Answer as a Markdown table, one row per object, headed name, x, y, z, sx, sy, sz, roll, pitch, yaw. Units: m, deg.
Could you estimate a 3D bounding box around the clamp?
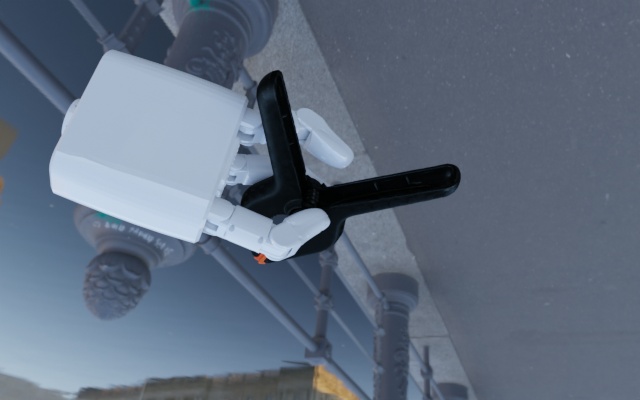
| name | x | y | z | sx | sy | sz | roll | pitch | yaw |
| --- | --- | --- | --- | --- | --- | --- | --- | --- | --- |
| clamp | 0.000 | 0.002 | 0.402 | 0.164 | 0.036 | 0.210 | 21 | -40 | -12 |
